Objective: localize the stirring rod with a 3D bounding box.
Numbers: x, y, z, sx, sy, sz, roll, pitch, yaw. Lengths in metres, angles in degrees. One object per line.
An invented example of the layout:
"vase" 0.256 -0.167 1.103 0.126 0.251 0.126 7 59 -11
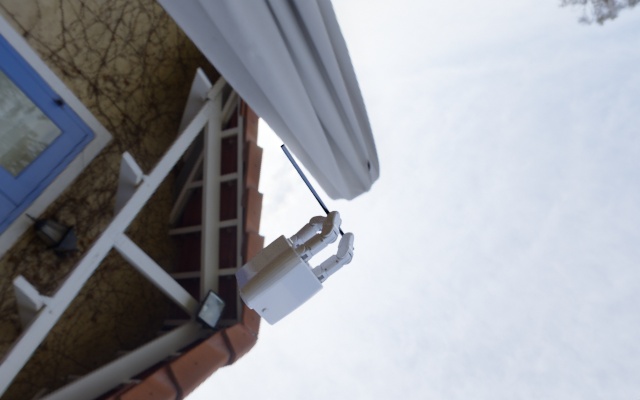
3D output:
"stirring rod" 0.000 0.002 0.759 0.011 0.011 0.240 0 -43 39
